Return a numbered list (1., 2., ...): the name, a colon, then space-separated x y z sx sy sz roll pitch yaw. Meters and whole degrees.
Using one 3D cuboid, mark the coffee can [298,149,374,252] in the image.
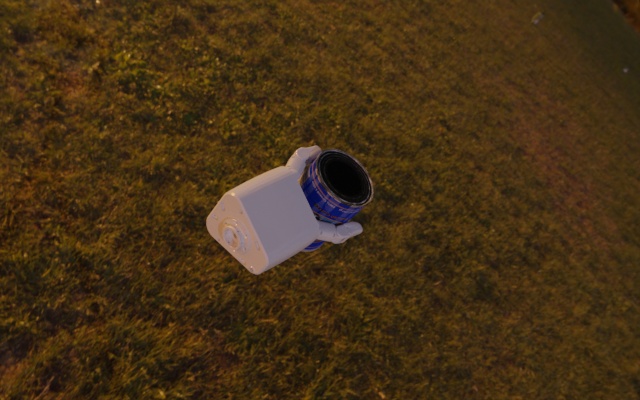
1. coffee can: 0.000 0.002 0.740 0.103 0.102 0.140 0 -32 -39
